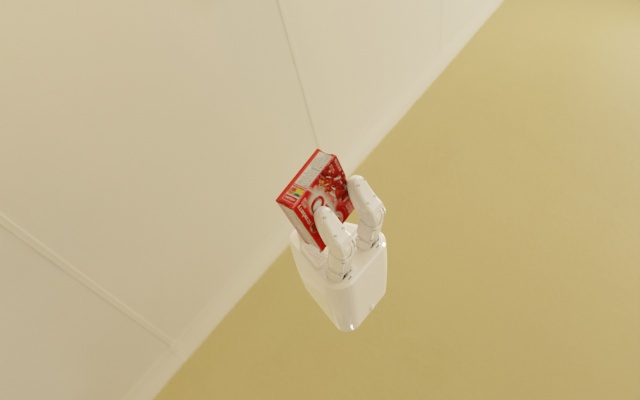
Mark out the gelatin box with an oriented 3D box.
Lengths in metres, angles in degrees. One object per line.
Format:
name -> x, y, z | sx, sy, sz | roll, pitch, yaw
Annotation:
gelatin box -> 0.000, 0.001, 0.508 | 0.030, 0.073, 0.089 | 25, -22, 36
